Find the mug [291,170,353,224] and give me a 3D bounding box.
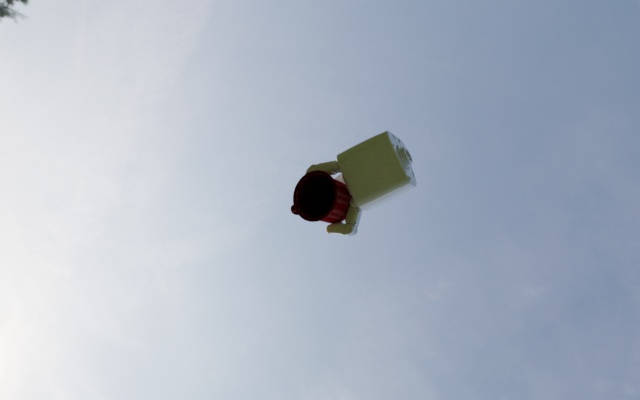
[{"bbox_3d":[-0.001,0.004,0.883,0.117,0.093,0.081,-25,-22,25],"label":"mug"}]
